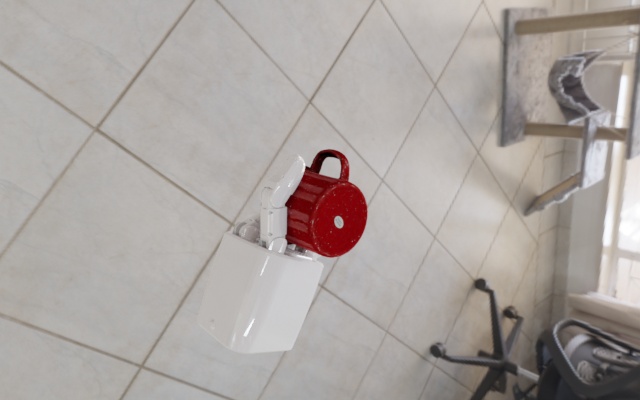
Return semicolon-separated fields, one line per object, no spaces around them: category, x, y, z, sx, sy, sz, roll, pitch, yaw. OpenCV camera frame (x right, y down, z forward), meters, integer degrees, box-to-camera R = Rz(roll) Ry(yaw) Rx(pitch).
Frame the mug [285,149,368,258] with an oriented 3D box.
mug;0.001;0.000;0.515;0.093;0.117;0.081;22;-3;-42
